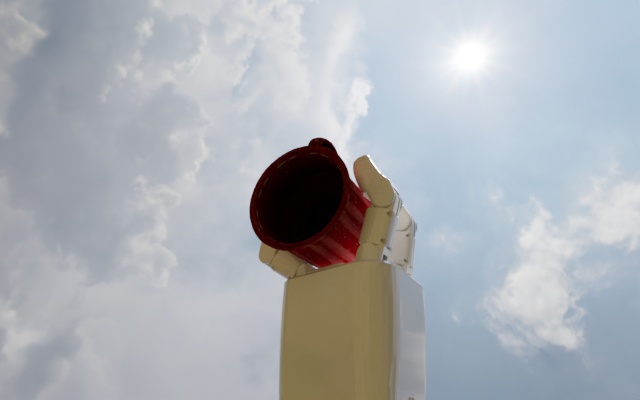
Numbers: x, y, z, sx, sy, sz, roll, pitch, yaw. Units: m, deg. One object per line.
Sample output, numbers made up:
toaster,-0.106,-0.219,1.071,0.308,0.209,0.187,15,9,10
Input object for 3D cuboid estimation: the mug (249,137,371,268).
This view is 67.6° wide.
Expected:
mug,0.000,0.000,0.421,0.093,0.117,0.081,-9,-28,26
